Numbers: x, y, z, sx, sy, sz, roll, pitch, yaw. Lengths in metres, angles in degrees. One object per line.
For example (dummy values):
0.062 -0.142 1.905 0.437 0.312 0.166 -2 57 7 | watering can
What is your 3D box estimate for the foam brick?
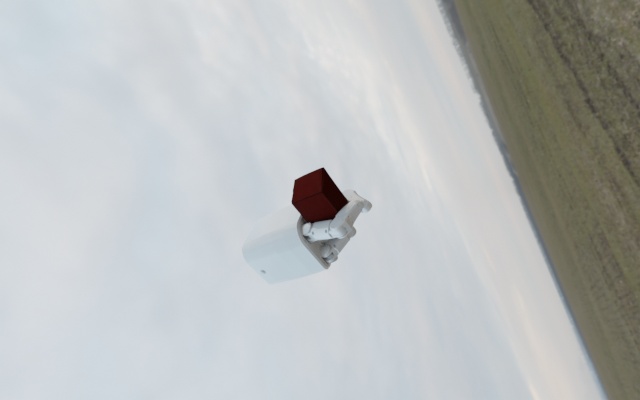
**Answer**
0.000 0.002 0.691 0.051 0.053 0.078 -19 -50 23 | foam brick
